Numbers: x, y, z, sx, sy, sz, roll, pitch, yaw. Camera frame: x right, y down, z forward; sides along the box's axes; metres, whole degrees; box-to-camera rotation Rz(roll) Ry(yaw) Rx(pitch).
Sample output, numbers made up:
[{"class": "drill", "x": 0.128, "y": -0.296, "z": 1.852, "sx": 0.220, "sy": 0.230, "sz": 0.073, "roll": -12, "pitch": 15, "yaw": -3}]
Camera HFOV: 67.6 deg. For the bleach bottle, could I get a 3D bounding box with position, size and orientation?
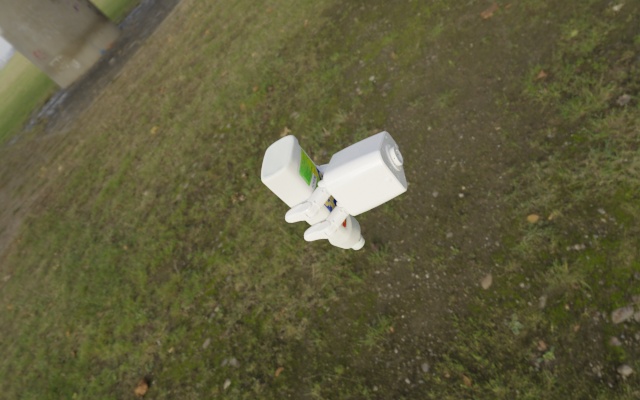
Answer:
[{"class": "bleach bottle", "x": 0.000, "y": 0.003, "z": 0.859, "sx": 0.068, "sy": 0.102, "sz": 0.251, "roll": -25, "pitch": -52, "yaw": 27}]
